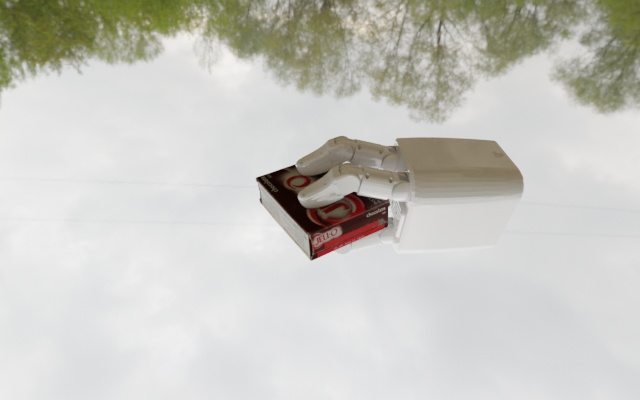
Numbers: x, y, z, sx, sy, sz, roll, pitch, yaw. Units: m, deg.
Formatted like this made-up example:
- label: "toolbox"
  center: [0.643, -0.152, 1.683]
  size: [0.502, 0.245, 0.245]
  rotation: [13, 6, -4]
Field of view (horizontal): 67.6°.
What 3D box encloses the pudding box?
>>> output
- label: "pudding box"
  center: [0.000, 0.002, 0.477]
  size: [0.090, 0.039, 0.113]
  rotation: [-21, 38, -25]
